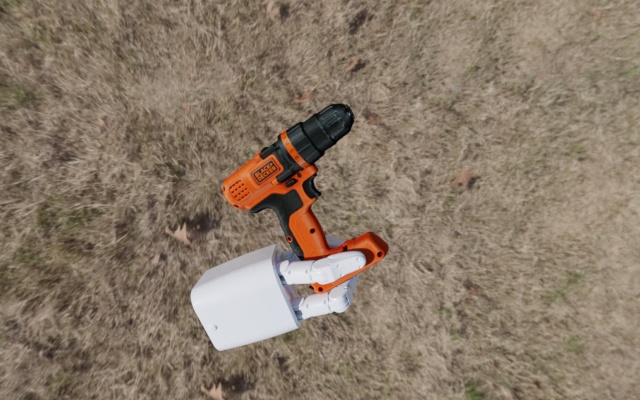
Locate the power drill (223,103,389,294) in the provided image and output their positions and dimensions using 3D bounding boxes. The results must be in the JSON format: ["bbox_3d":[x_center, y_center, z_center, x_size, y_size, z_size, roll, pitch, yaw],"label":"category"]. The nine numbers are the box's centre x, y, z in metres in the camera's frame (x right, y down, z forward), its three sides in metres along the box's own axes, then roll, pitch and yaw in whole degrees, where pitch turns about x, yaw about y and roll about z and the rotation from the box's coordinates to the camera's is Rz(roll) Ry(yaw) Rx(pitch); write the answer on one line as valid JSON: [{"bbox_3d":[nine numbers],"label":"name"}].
[{"bbox_3d":[0.000,0.002,0.572,0.184,0.187,0.057,-34,3,17],"label":"power drill"}]
